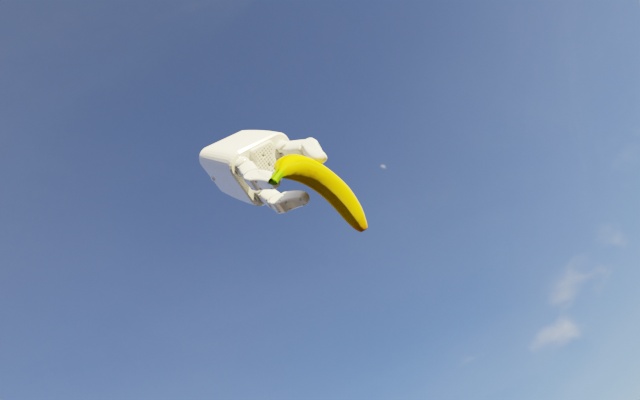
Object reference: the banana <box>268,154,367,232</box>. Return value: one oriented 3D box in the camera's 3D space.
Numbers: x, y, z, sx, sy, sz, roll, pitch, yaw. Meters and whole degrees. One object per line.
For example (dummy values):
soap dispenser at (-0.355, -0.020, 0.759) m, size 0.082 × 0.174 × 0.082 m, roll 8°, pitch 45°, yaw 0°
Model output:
banana at (0.000, -0.016, 0.669) m, size 0.037 × 0.069 × 0.198 m, roll -13°, pitch -30°, yaw 42°
